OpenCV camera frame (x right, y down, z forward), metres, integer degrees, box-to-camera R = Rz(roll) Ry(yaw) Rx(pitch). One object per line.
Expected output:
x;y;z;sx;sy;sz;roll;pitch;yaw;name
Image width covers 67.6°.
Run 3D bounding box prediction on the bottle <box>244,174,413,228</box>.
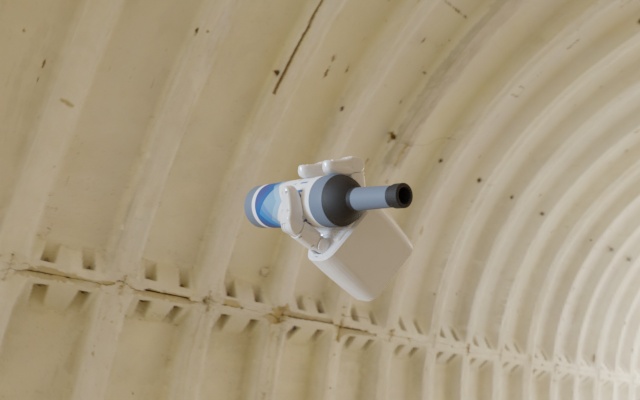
0.000;0.002;0.624;0.069;0.069;0.296;0;-3;-38;bottle
